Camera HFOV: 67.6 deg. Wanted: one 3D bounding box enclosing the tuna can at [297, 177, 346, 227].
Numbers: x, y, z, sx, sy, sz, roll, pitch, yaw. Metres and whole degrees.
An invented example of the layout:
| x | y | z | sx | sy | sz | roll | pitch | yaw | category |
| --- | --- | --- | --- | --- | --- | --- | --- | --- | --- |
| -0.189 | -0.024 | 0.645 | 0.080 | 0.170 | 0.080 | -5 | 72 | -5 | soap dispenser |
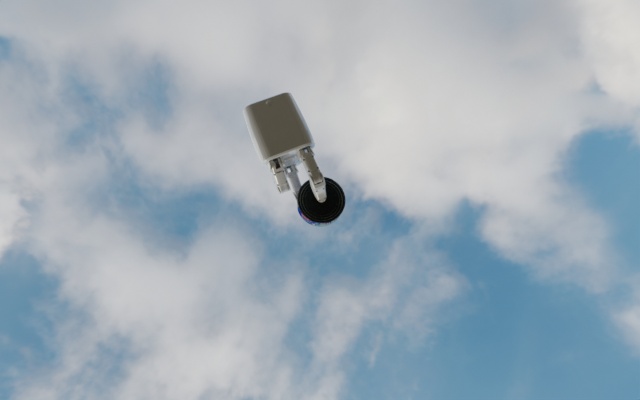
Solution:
| x | y | z | sx | sy | sz | roll | pitch | yaw | category |
| --- | --- | --- | --- | --- | --- | --- | --- | --- | --- |
| 0.000 | 0.003 | 0.854 | 0.086 | 0.086 | 0.034 | 0 | -16 | -6 | tuna can |
